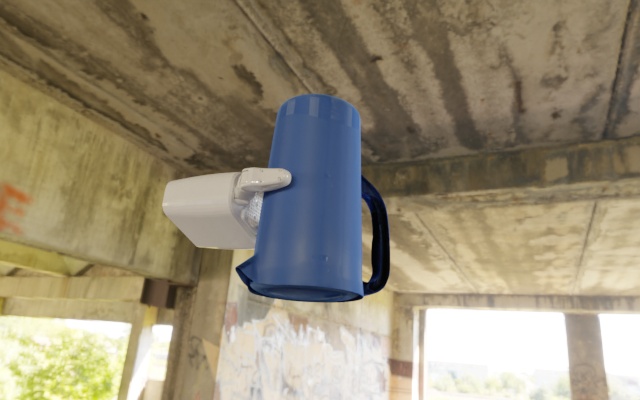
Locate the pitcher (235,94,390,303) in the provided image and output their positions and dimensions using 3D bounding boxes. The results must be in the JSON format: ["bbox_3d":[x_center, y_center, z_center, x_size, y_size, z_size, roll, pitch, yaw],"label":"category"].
[{"bbox_3d":[0.000,0.002,0.583,0.145,0.242,0.149,-4,-20,23],"label":"pitcher"}]
